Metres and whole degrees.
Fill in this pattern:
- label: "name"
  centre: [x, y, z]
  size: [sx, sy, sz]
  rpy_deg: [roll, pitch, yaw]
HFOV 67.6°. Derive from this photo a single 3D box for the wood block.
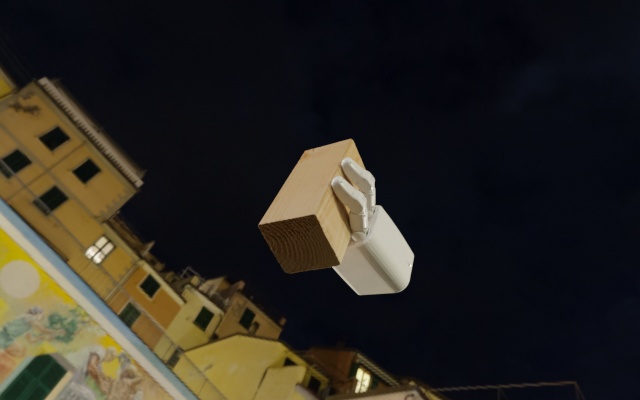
- label: "wood block"
  centre: [0.000, 0.003, 0.714]
  size: [0.091, 0.090, 0.206]
  rpy_deg: [-13, 29, 26]
